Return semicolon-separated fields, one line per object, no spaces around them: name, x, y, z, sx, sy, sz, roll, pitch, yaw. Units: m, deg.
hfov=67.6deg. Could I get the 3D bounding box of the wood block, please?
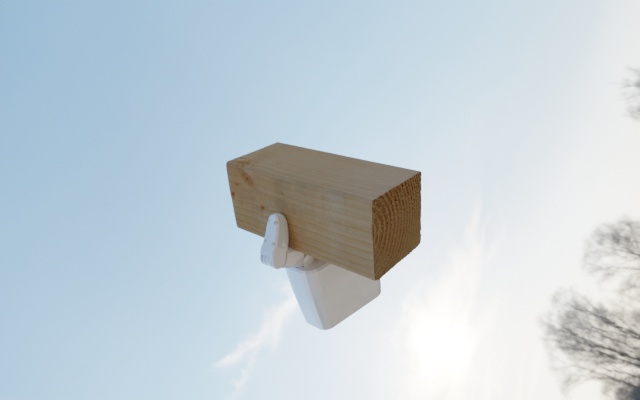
wood block;0.000;0.002;0.536;0.206;0.090;0.090;16;32;37
